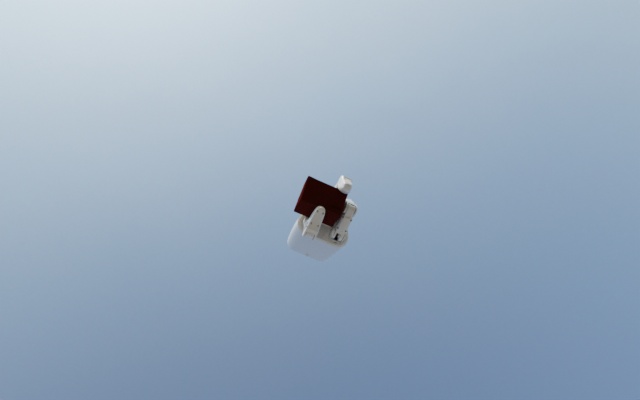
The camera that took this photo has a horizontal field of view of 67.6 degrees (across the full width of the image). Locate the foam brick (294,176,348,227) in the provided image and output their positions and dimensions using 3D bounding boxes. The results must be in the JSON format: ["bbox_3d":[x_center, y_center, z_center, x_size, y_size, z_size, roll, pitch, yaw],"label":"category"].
[{"bbox_3d":[0.000,0.003,0.841,0.078,0.053,0.051,24,-29,-7],"label":"foam brick"}]
